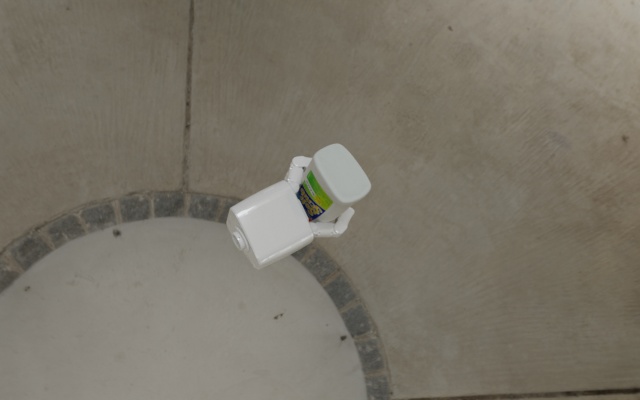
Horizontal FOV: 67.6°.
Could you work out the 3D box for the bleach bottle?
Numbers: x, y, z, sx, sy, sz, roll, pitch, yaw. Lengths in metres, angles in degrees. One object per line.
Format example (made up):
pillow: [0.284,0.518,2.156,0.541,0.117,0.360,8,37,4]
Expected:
bleach bottle: [0.000,0.003,0.835,0.068,0.102,0.251,-28,-12,-25]
